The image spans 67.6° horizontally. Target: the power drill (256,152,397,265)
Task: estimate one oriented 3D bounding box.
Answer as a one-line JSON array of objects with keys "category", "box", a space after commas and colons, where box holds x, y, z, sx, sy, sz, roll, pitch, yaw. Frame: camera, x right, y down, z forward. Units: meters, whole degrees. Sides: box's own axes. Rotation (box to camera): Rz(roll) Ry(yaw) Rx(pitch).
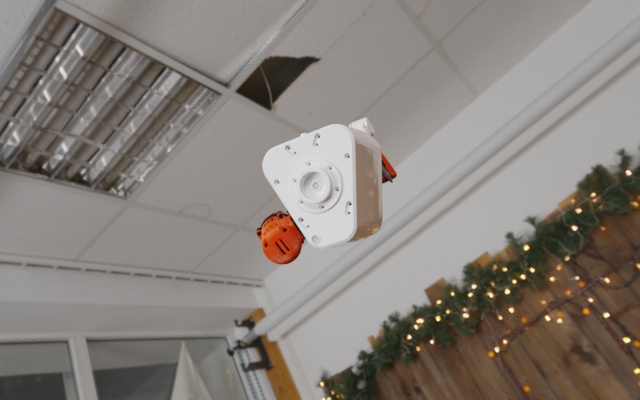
[{"category": "power drill", "box": [0.000, 0.002, 0.618, 0.187, 0.057, 0.184, -40, 10, -2]}]
